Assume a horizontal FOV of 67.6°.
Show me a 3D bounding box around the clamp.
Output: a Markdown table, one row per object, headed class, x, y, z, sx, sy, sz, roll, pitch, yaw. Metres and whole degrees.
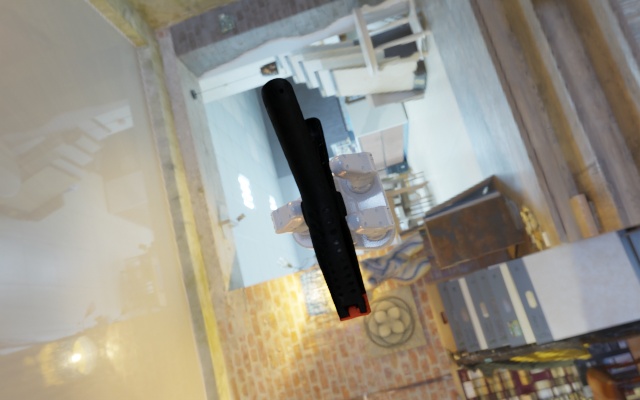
| class | x | y | z | sx | sy | sz | roll | pitch | yaw |
| --- | --- | --- | --- | --- | --- | --- | --- | --- | --- |
| clamp | -0.001 | 0.002 | 0.420 | 0.036 | 0.210 | 0.164 | -17 | -11 | 9 |
